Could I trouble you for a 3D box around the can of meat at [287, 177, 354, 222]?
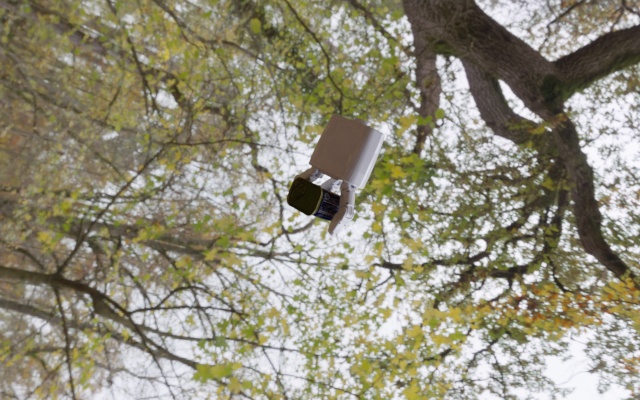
[{"bbox_3d":[0.000,0.003,0.883,0.084,0.057,0.102,20,3,-36],"label":"can of meat"}]
